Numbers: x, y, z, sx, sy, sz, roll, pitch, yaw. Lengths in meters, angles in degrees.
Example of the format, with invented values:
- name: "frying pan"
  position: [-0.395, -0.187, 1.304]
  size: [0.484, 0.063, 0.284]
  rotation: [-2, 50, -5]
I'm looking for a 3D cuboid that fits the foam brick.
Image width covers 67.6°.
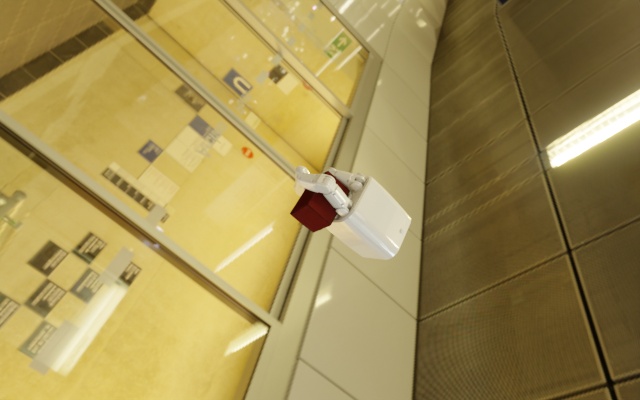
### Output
- name: "foam brick"
  position: [0.000, 0.003, 0.751]
  size: [0.051, 0.078, 0.053]
  rotation: [43, -35, -17]
